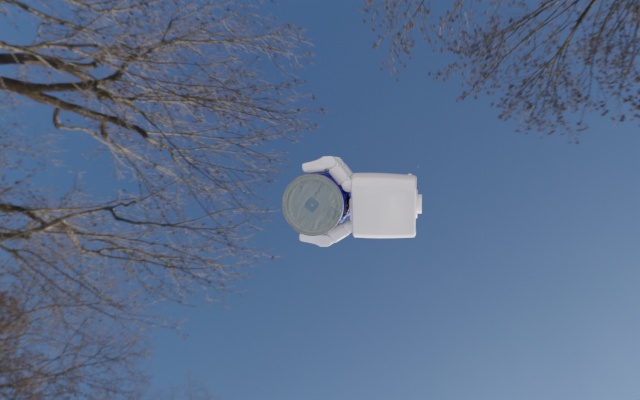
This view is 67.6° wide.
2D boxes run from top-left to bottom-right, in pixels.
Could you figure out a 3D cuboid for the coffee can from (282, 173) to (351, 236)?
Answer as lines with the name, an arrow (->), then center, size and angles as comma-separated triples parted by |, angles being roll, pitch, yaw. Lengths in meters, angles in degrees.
coffee can -> 0.000, 0.003, 0.843 | 0.103, 0.103, 0.140 | 0, 4, 12
